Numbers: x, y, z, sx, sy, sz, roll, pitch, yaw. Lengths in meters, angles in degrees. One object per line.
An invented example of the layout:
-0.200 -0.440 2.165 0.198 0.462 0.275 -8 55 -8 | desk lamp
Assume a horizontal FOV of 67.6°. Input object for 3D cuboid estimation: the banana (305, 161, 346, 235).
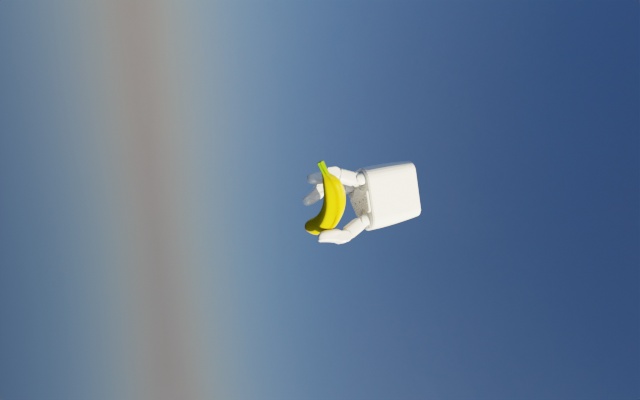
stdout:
0.009 0.015 0.837 0.037 0.069 0.198 -19 -31 -24 | banana
